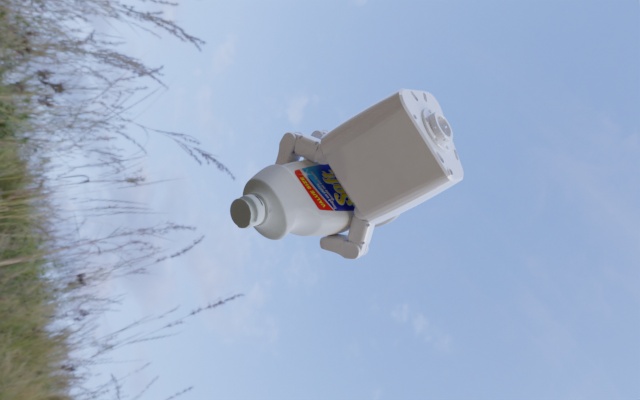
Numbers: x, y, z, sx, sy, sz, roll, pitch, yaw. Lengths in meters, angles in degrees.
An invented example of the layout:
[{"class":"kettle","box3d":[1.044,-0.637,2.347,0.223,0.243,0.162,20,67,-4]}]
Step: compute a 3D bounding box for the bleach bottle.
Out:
[{"class":"bleach bottle","box3d":[0.000,0.002,0.548,0.068,0.102,0.251,-29,-8,35]}]
